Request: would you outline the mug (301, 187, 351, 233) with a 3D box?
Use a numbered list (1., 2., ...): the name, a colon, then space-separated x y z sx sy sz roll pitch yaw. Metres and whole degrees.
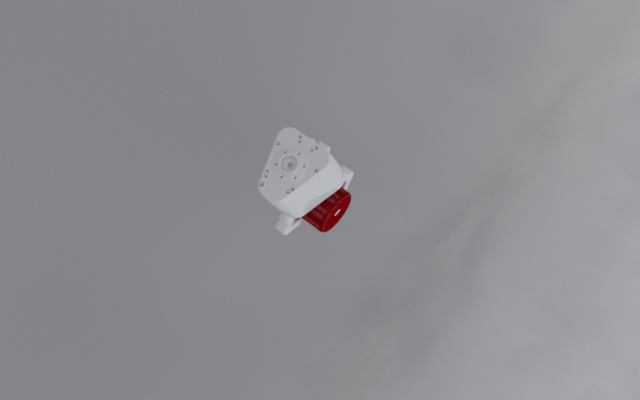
1. mug: 0.001 0.003 0.819 0.081 0.093 0.117 36 -2 17
